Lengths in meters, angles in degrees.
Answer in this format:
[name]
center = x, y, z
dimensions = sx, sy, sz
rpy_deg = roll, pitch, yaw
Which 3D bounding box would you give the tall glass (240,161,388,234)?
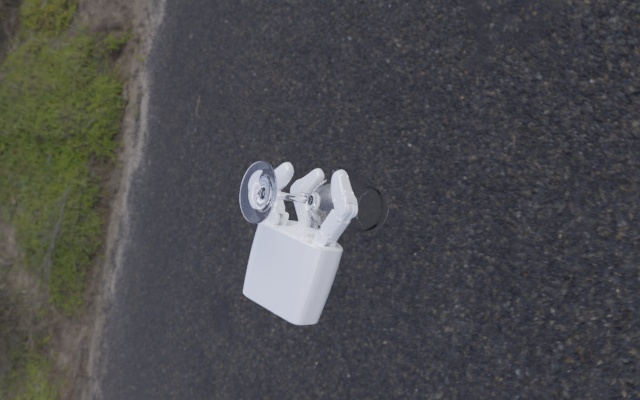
[tall glass]
center = 0.000, 0.002, 0.619
dimensions = 0.201, 0.079, 0.079
rpy_deg = 8, -6, -41
